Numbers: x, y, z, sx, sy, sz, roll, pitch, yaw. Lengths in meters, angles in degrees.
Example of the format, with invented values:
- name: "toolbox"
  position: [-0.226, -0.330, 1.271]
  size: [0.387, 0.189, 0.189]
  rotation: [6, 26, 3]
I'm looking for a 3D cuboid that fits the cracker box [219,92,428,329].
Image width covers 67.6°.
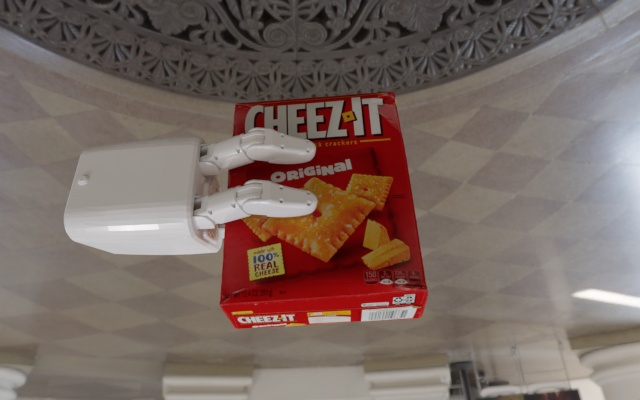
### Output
- name: "cracker box"
  position: [0.000, 0.002, 0.441]
  size: [0.164, 0.213, 0.072]
  rotation: [-4, -31, 2]
